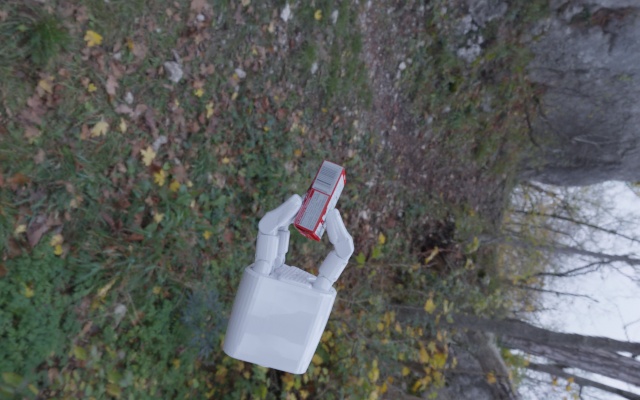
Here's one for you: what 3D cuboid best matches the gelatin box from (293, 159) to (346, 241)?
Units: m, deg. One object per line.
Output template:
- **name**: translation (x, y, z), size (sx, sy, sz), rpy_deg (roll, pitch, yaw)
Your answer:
- **gelatin box**: translation (0.001, 0.002, 0.584), size (0.030, 0.089, 0.073), rpy_deg (24, -7, 9)
